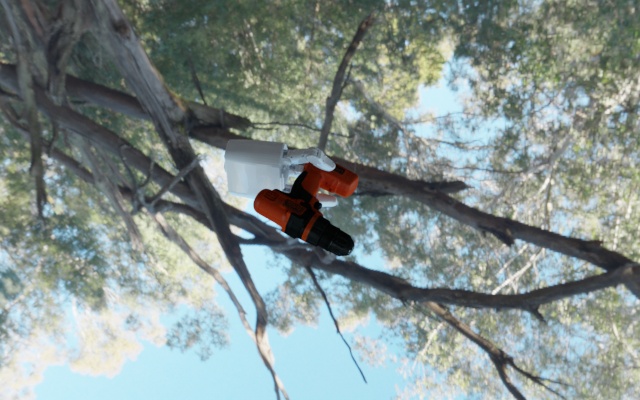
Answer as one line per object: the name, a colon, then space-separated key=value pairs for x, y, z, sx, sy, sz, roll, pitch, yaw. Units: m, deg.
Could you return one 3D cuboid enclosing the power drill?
power drill: x=0.000 y=0.002 z=0.840 sx=0.184 sy=0.057 sz=0.187 roll=30 pitch=39 yaw=7
